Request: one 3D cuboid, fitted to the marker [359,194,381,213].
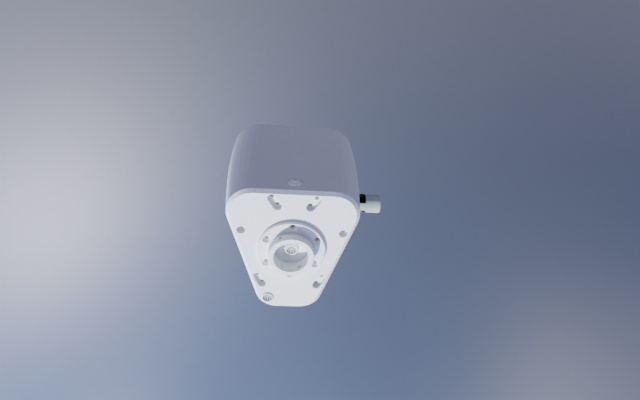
[{"bbox_3d":[0.000,0.002,0.484,0.121,0.020,0.020,2,0,-4],"label":"marker"}]
